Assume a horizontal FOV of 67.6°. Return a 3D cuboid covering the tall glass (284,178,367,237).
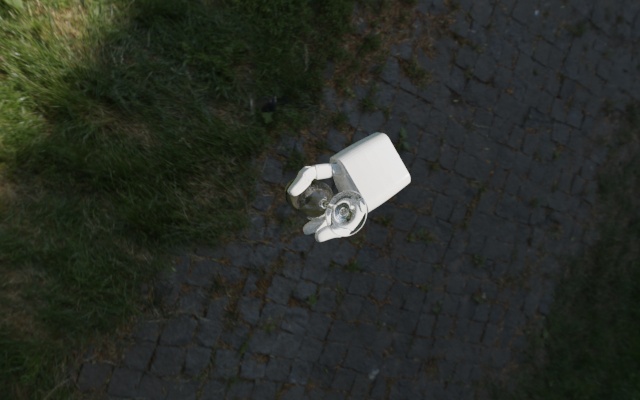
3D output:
[{"bbox_3d":[0.000,0.003,0.834,0.079,0.079,0.201,0,10,-26],"label":"tall glass"}]
